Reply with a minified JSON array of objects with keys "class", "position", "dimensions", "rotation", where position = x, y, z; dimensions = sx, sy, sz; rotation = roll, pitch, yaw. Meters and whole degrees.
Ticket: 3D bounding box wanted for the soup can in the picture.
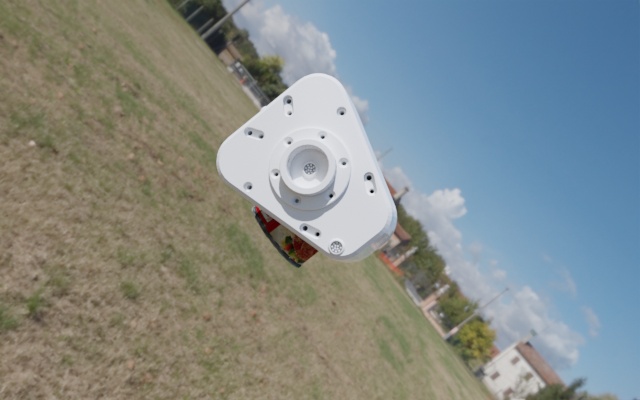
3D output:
[{"class":"soup can","position":[0.000,0.001,0.422],"dimensions":[0.102,0.068,0.068],"rotation":[-38,-3,3]}]
